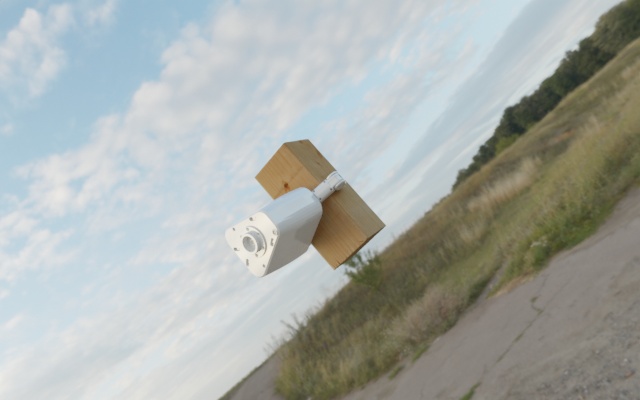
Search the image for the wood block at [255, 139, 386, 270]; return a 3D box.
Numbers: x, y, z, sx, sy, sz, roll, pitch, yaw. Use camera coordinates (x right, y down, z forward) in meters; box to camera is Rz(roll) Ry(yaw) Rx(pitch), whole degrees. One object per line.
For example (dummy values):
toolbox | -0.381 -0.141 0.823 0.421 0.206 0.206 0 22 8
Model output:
wood block | 0.000 0.002 0.809 0.091 0.206 0.090 -46 -11 26
